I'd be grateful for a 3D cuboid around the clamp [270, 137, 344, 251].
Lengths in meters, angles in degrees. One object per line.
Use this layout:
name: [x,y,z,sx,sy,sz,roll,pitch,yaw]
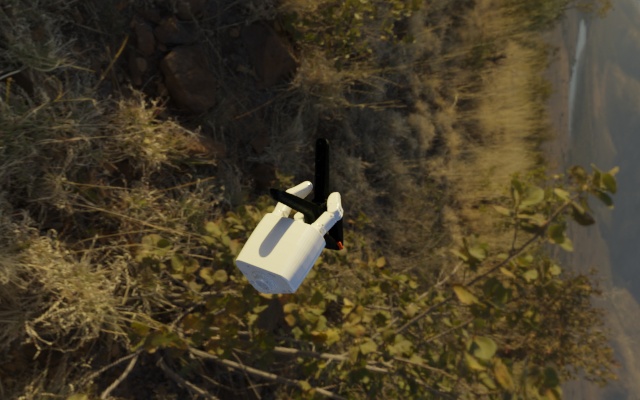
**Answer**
clamp: [0.001,0.003,0.863,0.036,0.210,0.164,5,48,38]
